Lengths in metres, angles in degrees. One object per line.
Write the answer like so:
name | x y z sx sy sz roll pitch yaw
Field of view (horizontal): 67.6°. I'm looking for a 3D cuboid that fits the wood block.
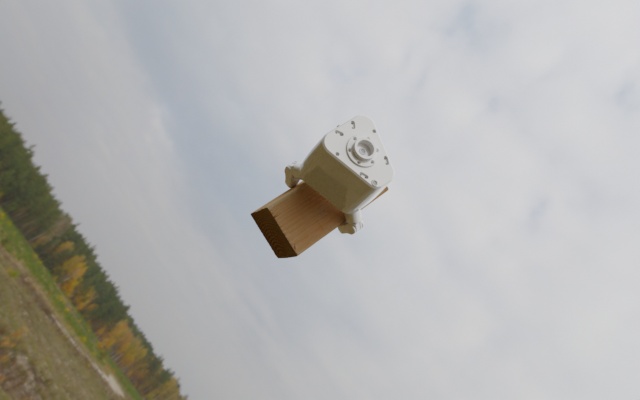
wood block | 0.001 0.003 0.802 0.206 0.091 0.090 -34 7 -26
